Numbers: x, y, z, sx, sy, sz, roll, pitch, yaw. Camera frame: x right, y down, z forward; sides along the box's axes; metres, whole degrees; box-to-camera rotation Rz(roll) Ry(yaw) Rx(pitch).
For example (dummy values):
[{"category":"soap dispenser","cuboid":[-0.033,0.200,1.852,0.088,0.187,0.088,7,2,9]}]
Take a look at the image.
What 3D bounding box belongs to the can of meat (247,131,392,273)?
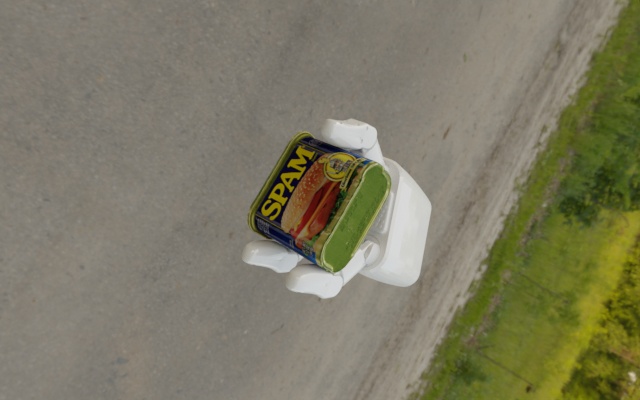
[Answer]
[{"category":"can of meat","cuboid":[0.000,0.001,0.410,0.084,0.102,0.057,26,-8,35]}]
